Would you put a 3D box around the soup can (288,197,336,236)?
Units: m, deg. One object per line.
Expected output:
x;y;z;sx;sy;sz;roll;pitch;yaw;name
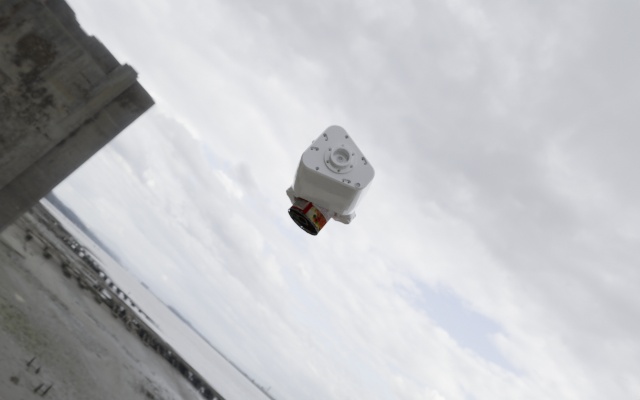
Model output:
0.000;0.003;0.841;0.102;0.068;0.068;-48;22;-21;soup can
